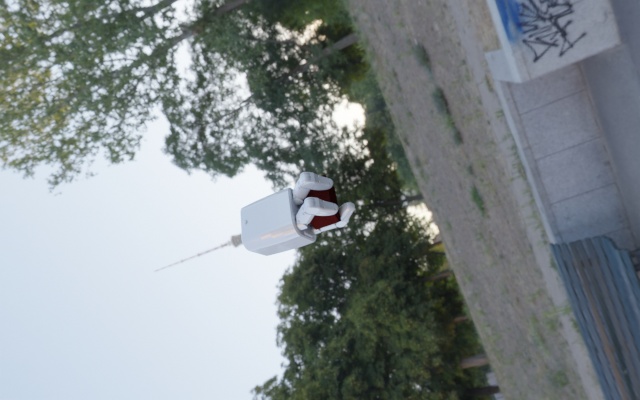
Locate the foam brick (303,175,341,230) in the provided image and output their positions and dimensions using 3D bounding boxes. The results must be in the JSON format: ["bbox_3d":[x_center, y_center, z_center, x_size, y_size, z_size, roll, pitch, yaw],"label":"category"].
[{"bbox_3d":[0.000,0.003,0.872,0.051,0.078,0.053,-19,-36,13],"label":"foam brick"}]
